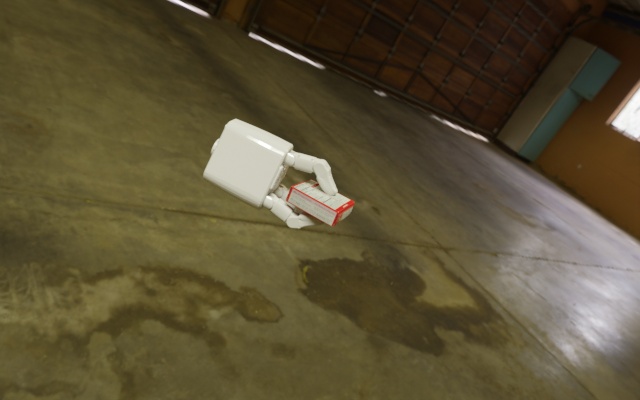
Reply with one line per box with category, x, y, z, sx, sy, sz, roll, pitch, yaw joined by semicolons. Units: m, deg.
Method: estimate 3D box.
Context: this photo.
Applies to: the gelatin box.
gelatin box;0.001;0.002;0.759;0.089;0.030;0.073;28;21;16
